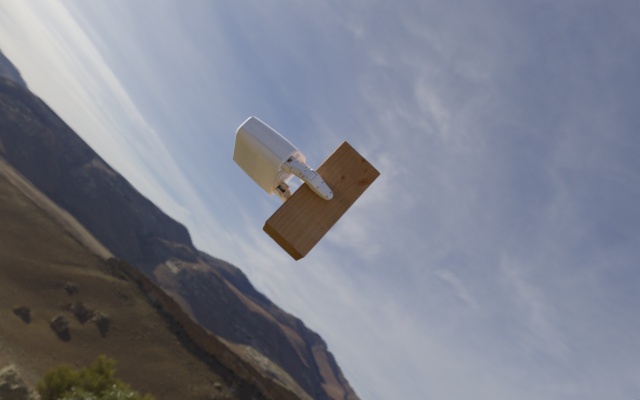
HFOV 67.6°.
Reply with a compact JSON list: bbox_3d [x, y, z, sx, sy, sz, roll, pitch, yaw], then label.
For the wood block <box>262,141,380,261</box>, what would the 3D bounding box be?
[{"bbox_3d":[0.000,0.002,0.864,0.090,0.206,0.091,43,-16,0],"label":"wood block"}]
